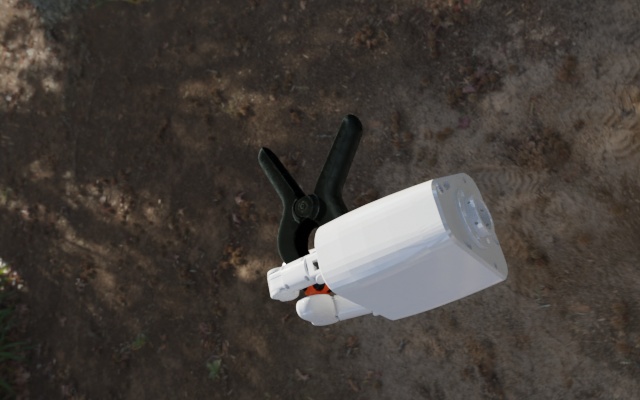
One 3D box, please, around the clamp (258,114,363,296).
[{"bbox_3d":[0.000,0.002,0.453,0.120,0.171,0.039,-28,-25,32],"label":"clamp"}]
